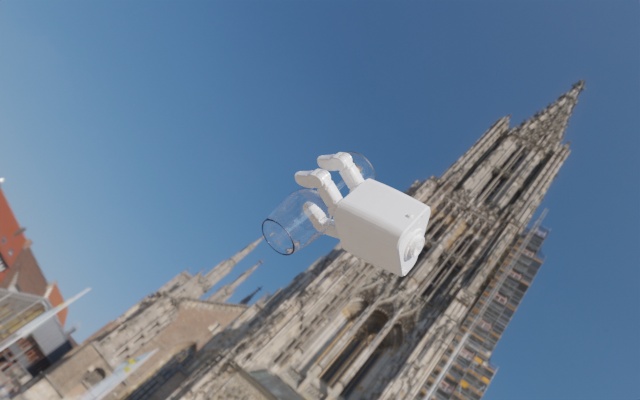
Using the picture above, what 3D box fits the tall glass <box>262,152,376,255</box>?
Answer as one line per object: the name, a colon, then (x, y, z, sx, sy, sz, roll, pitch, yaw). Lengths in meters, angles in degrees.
tall glass: (0.000, 0.002, 0.735, 0.079, 0.079, 0.201, 0, 30, 46)
